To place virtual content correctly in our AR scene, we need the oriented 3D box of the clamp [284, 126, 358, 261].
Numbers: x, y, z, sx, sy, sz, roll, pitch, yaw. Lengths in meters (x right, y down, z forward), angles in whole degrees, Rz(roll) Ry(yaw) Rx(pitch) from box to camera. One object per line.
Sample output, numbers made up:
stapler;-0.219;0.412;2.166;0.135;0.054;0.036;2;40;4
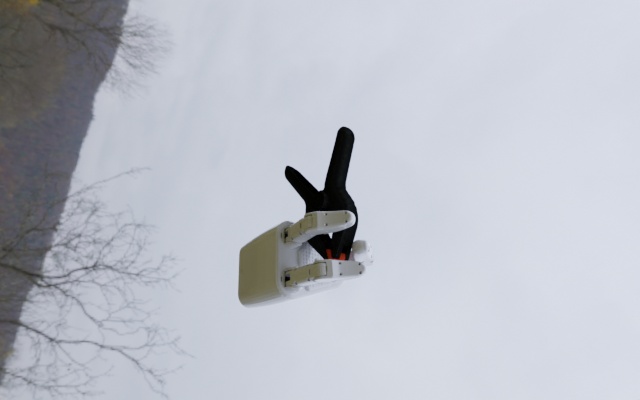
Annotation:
clamp;0.001;0.002;0.603;0.039;0.171;0.120;16;-28;-36
